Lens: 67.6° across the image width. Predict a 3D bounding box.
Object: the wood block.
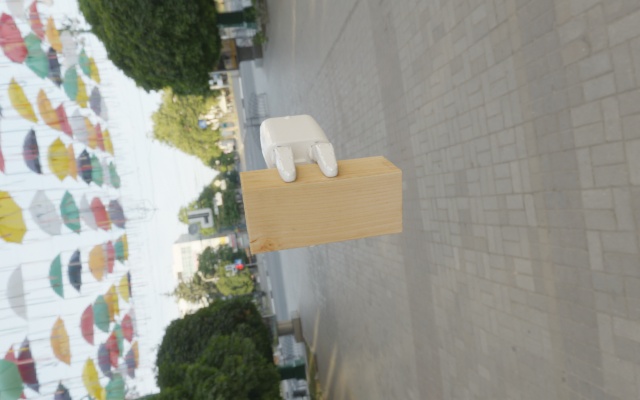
[{"bbox_3d":[0.000,0.002,0.655,0.206,0.091,0.090,-8,21,-9],"label":"wood block"}]
